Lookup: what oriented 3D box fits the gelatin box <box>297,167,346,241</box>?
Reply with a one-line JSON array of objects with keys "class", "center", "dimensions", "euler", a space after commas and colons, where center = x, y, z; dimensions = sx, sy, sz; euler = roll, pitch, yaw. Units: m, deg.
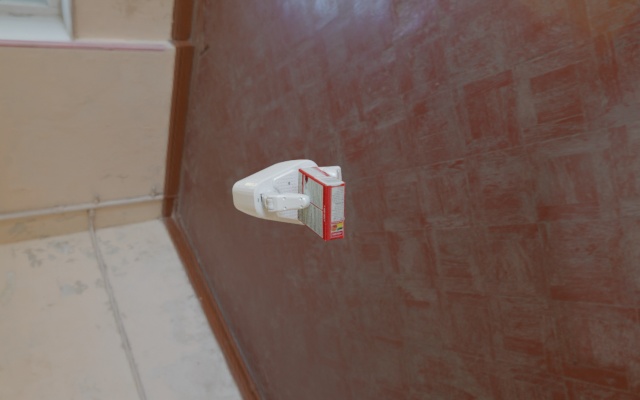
[{"class": "gelatin box", "center": [0.000, 0.002, 0.615], "dimensions": [0.030, 0.073, 0.089], "euler": [-8, 20, -24]}]
